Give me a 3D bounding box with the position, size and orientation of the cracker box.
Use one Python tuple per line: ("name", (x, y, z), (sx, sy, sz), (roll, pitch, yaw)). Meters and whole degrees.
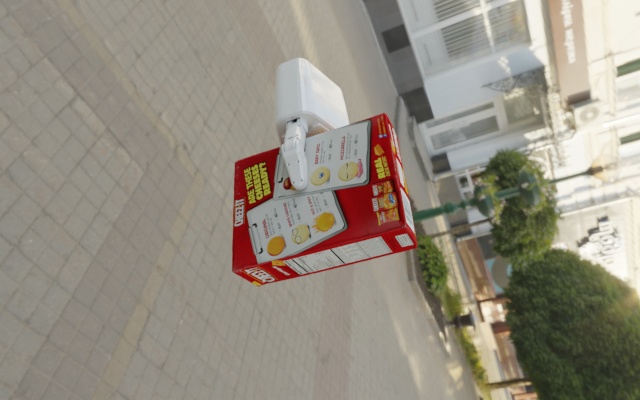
("cracker box", (0.000, 0.002, 0.592), (0.214, 0.164, 0.072), (-16, -34, 18))
